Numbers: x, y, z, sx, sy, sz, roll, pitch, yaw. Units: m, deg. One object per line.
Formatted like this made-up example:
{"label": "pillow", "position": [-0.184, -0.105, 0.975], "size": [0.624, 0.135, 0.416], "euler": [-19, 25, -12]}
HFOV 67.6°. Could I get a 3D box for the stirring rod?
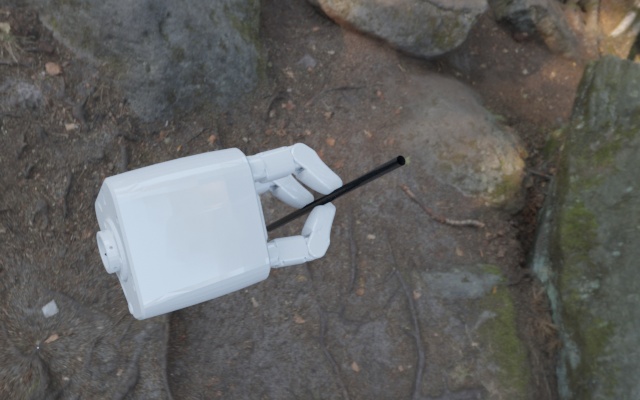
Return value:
{"label": "stirring rod", "position": [0.000, 0.002, 0.450], "size": [0.011, 0.011, 0.239], "euler": [0, -15, -31]}
